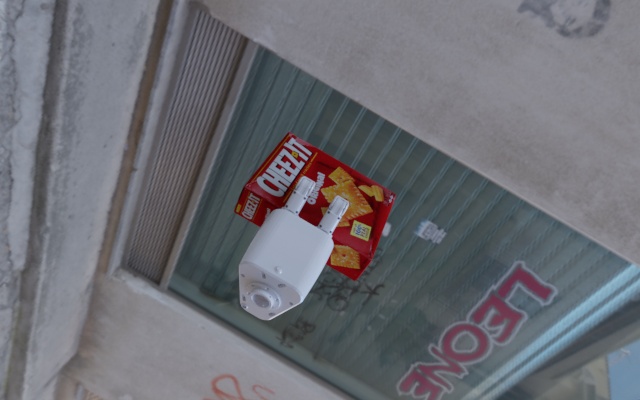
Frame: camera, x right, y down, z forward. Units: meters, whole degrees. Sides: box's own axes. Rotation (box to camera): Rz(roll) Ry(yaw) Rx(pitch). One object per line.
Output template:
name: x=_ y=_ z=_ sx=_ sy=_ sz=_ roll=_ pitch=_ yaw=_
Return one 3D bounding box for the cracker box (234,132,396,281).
cracker box: x=0.000 y=0.003 z=0.754 sx=0.213 sy=0.072 sz=0.164 roll=31 pitch=43 yaw=0
